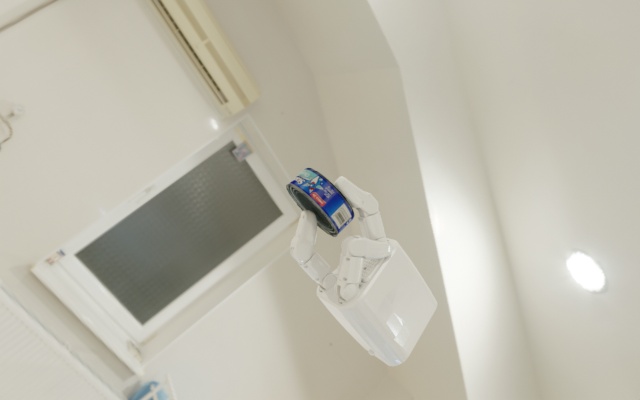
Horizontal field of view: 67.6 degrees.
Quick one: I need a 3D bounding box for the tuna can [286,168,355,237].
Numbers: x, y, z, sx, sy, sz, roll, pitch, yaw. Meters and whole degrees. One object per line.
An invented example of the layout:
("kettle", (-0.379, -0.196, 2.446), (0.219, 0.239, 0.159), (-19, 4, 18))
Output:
("tuna can", (0.000, 0.001, 0.572), (0.033, 0.086, 0.086), (-44, 11, -12))
